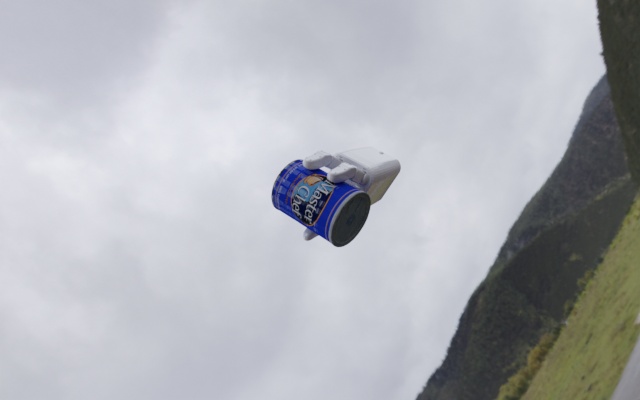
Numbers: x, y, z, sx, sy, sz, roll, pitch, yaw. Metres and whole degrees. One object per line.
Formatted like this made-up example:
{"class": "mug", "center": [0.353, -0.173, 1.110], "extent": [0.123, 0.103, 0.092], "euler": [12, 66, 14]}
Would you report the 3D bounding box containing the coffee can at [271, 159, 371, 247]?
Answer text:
{"class": "coffee can", "center": [0.000, 0.003, 0.820], "extent": [0.140, 0.103, 0.103], "euler": [30, 16, 31]}
